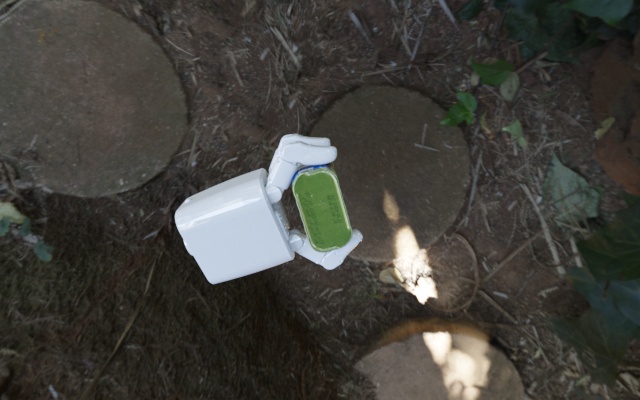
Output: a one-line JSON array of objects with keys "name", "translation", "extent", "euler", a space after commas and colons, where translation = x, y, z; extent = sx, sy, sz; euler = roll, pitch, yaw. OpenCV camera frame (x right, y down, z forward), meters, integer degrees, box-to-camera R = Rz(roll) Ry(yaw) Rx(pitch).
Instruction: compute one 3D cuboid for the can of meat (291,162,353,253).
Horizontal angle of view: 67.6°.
[{"name": "can of meat", "translation": [0.000, 0.002, 0.564], "extent": [0.057, 0.102, 0.084], "euler": [-17, 15, 1]}]
